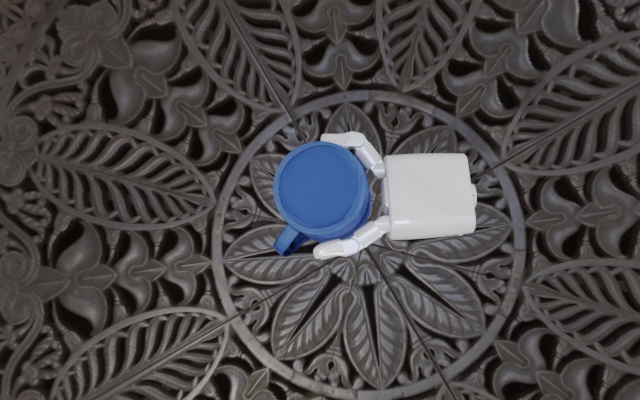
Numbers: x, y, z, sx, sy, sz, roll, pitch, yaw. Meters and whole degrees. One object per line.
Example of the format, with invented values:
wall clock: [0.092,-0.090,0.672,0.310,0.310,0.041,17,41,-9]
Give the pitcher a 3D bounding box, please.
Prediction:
pitcher: [0.000,0.002,0.649,0.145,0.149,0.243,-3,-4,4]
